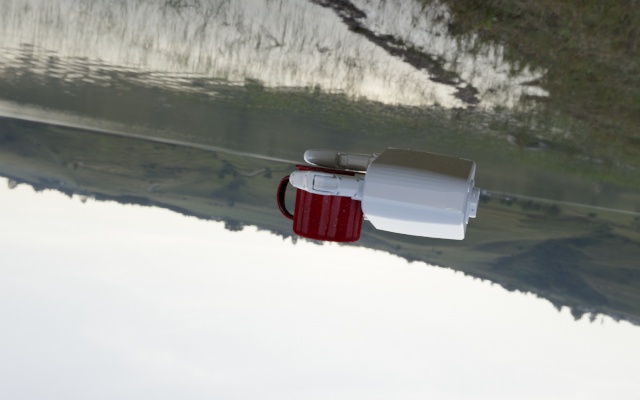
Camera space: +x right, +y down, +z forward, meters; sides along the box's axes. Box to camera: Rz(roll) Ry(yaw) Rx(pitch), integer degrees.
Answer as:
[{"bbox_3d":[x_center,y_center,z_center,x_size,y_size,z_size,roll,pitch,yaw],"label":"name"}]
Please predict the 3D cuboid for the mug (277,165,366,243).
[{"bbox_3d":[-0.001,0.002,0.570,0.117,0.081,0.093,8,4,21],"label":"mug"}]
